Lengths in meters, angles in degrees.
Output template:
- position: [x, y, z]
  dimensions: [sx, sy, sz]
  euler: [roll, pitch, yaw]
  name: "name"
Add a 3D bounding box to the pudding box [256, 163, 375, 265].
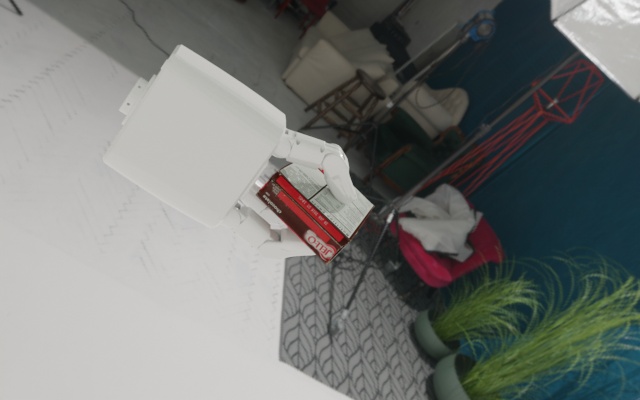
- position: [0.000, 0.001, 0.463]
  dimensions: [0.039, 0.090, 0.113]
  euler: [-46, -2, 25]
  name: "pudding box"
